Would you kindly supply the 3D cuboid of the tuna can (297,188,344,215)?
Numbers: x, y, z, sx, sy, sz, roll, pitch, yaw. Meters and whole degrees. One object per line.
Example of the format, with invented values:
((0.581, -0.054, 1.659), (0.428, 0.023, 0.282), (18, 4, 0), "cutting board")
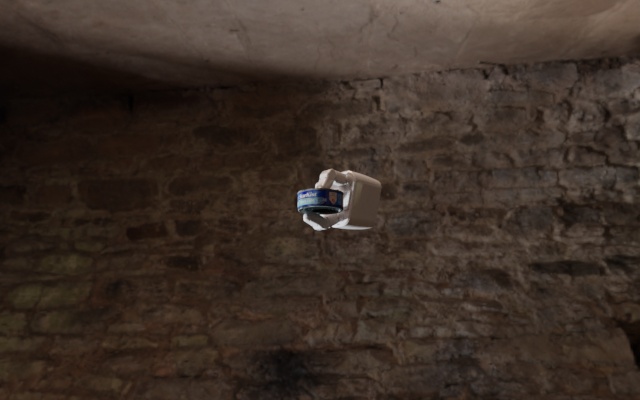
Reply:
((0.000, 0.003, 0.881), (0.086, 0.033, 0.086), (0, -12, 0), "tuna can")
